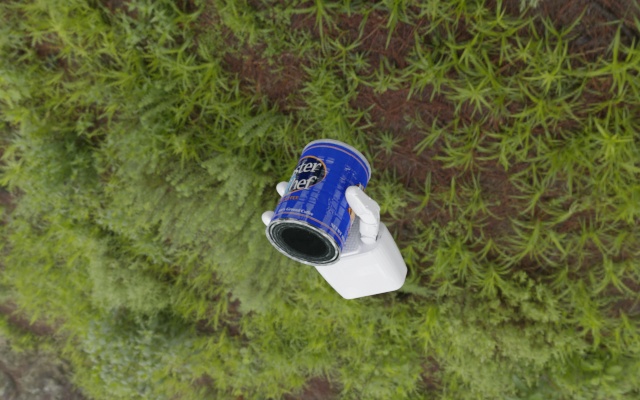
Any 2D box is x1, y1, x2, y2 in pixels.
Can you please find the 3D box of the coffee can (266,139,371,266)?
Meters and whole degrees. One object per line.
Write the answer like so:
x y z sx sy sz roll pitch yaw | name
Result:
0.000 0.002 0.643 0.103 0.140 0.103 16 -34 11 | coffee can
